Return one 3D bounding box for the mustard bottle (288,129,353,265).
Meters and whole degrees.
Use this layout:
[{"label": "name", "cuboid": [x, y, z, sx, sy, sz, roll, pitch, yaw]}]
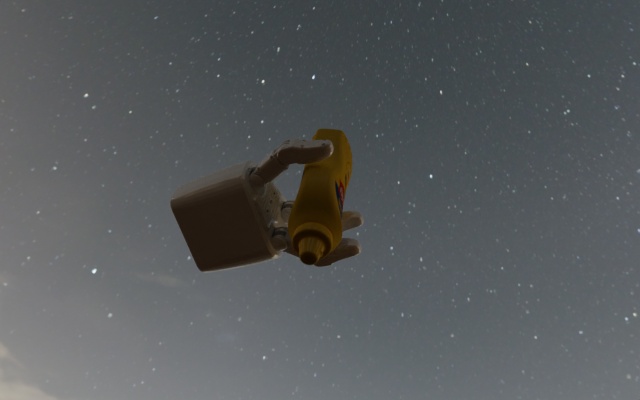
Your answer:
[{"label": "mustard bottle", "cuboid": [0.000, 0.002, 0.537, 0.058, 0.096, 0.191, 6, 35, 5]}]
